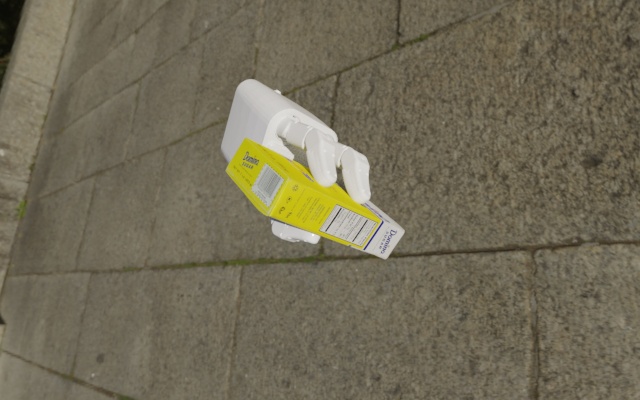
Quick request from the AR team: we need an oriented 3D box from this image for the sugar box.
[{"bbox_3d":[0.000,0.001,0.485,0.176,0.048,0.093,20,16,-43],"label":"sugar box"}]
